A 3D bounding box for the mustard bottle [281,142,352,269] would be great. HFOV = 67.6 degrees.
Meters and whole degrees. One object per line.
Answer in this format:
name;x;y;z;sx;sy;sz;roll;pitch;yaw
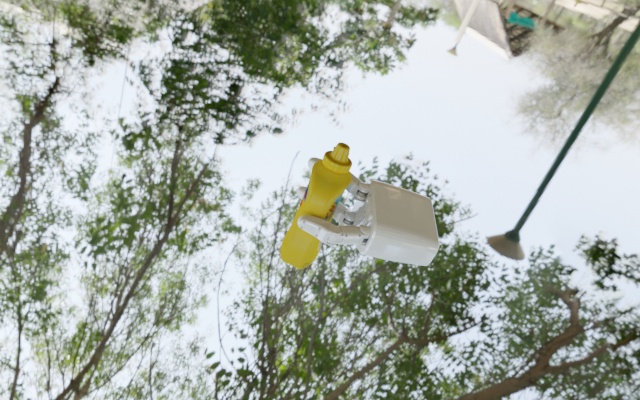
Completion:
mustard bottle;0.000;0.002;0.689;0.058;0.192;0.096;26;31;5
